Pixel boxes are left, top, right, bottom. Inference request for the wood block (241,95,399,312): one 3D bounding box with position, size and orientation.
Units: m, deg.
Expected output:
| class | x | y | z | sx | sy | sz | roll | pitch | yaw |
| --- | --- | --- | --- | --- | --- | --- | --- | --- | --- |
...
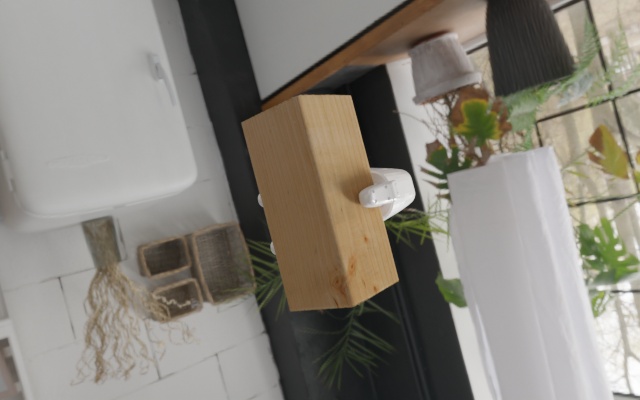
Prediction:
| class | x | y | z | sx | sy | sz | roll | pitch | yaw |
| --- | --- | --- | --- | --- | --- | --- | --- | --- | --- |
| wood block | 0.001 | 0.002 | 0.506 | 0.091 | 0.206 | 0.090 | -15 | -1 | 41 |
